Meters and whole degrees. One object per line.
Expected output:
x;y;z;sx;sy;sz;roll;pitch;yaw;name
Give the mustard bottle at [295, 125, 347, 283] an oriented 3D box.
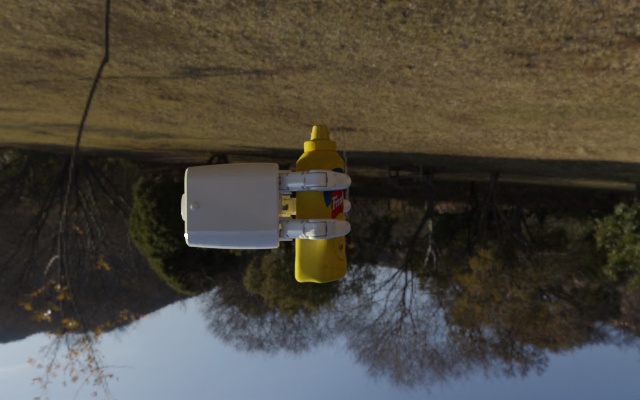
0.000;0.002;0.598;0.058;0.191;0.096;-1;-2;21;mustard bottle
